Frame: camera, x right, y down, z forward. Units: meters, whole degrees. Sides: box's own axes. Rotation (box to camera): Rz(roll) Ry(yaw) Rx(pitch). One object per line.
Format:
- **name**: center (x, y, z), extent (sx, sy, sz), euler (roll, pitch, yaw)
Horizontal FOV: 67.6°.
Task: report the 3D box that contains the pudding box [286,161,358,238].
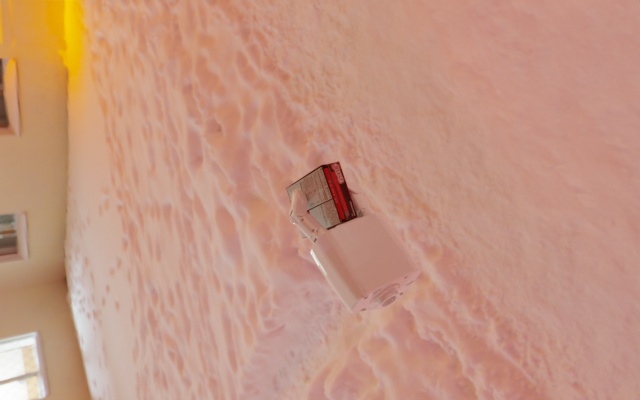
- **pudding box**: center (0.000, 0.002, 0.719), extent (0.039, 0.090, 0.113), euler (-12, -9, -37)
